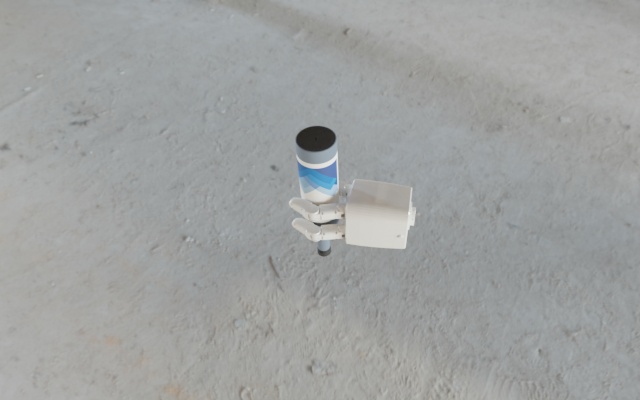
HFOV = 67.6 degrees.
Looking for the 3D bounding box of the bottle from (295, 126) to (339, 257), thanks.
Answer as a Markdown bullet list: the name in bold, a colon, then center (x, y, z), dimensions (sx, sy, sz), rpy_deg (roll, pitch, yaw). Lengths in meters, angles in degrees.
- **bottle**: center (0.000, 0.003, 0.857), dimensions (0.069, 0.069, 0.296), rpy_deg (0, -43, 4)
